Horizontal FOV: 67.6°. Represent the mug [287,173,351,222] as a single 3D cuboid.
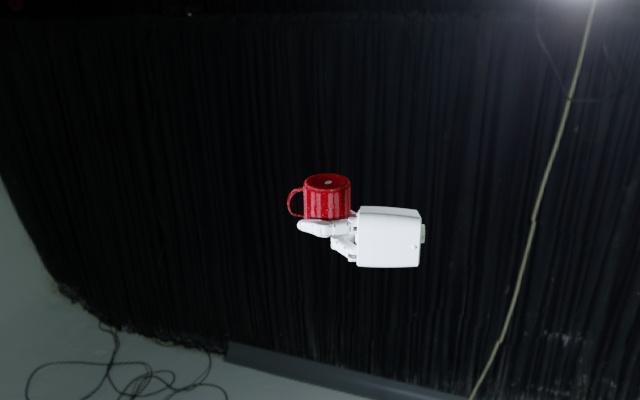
[{"bbox_3d":[-0.001,0.002,0.841,0.117,0.081,0.093,2,25,6],"label":"mug"}]
